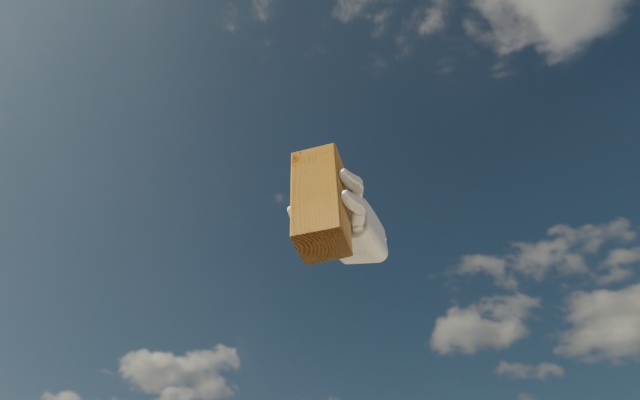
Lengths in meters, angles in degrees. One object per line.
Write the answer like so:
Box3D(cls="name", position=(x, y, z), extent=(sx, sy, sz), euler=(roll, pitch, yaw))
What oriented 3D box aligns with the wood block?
Box3D(cls="wood block", position=(0.000, 0.003, 0.877), extent=(0.091, 0.206, 0.090), euler=(-13, -43, 11))
